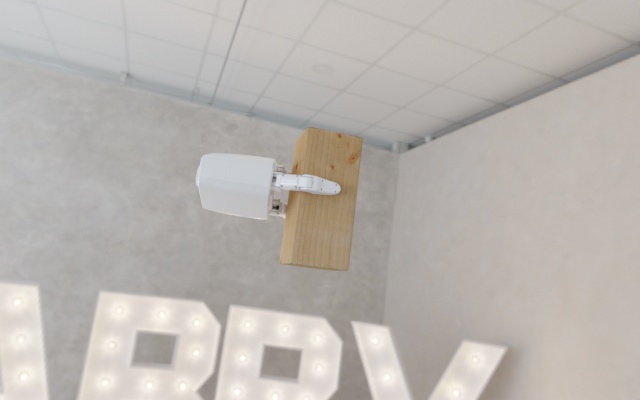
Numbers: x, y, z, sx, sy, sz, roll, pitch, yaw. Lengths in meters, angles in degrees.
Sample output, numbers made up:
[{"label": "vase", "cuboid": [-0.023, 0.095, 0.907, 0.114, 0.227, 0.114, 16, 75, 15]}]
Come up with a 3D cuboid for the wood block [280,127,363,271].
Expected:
[{"label": "wood block", "cuboid": [0.000, 0.002, 0.749, 0.090, 0.206, 0.091, 10, -10, -15]}]
